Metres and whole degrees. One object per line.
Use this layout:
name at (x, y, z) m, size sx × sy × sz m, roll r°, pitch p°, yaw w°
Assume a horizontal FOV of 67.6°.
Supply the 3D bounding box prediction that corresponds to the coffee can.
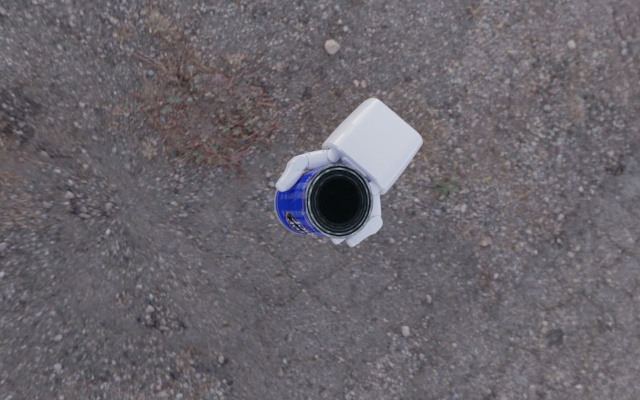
coffee can at (0.000, 0.002, 0.709) m, size 0.103 × 0.103 × 0.140 m, roll 0°, pitch -1°, yaw -22°
